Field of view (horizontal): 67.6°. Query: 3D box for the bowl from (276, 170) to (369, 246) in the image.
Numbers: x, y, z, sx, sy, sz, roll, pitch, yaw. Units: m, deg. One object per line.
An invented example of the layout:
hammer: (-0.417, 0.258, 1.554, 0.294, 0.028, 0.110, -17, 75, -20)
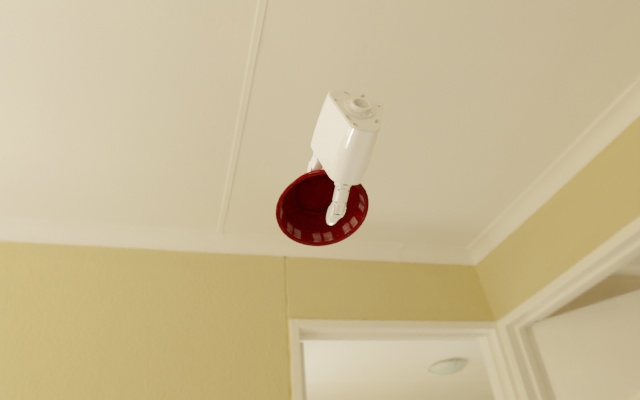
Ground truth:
bowl: (-0.001, 0.004, 0.838, 0.162, 0.162, 0.055, 0, 35, -11)
